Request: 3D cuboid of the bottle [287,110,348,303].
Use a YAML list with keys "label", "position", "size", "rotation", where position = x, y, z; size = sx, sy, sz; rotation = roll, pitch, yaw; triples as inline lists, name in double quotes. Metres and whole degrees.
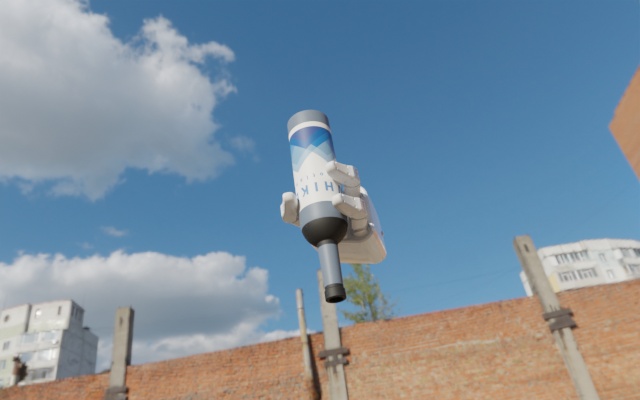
- label: "bottle"
  position: [0.000, 0.002, 0.683]
  size: [0.069, 0.295, 0.069]
  rotation: [-7, -31, -4]
